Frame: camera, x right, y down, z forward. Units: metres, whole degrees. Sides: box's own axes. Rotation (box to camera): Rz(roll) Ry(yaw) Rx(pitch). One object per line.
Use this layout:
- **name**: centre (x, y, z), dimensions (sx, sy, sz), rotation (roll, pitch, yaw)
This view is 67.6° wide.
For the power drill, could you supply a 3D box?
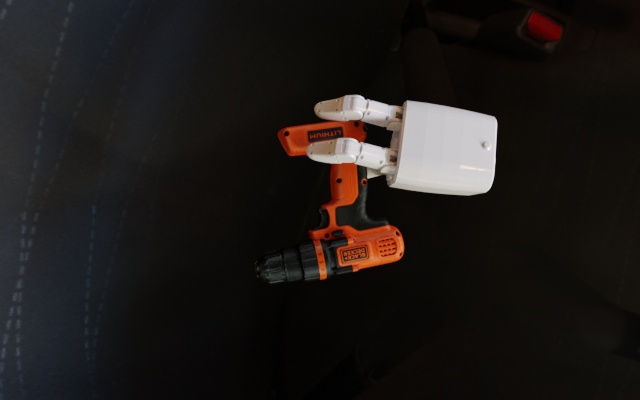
- **power drill**: centre (0.000, 0.001, 0.583), dimensions (0.184, 0.187, 0.057), rotation (-10, 5, -9)
